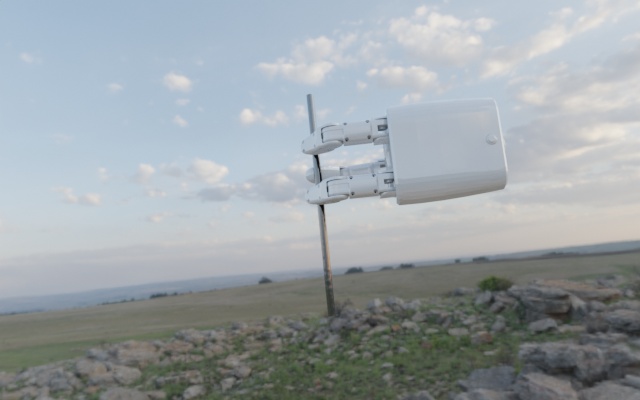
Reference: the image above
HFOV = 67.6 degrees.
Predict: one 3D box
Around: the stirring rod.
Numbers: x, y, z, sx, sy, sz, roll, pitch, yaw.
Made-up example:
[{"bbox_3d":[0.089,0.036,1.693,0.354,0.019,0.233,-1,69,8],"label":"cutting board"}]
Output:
[{"bbox_3d":[0.000,0.002,0.512,0.011,0.239,0.011,-6,-8,-1],"label":"stirring rod"}]
